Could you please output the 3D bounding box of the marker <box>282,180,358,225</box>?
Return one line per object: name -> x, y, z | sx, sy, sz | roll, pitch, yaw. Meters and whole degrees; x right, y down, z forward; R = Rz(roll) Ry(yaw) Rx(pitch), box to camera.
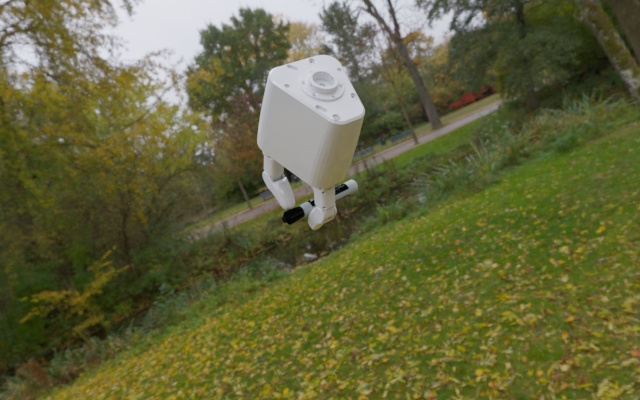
marker -> 0.000, 0.002, 0.646 | 0.121, 0.020, 0.020 | -26, 13, -29
